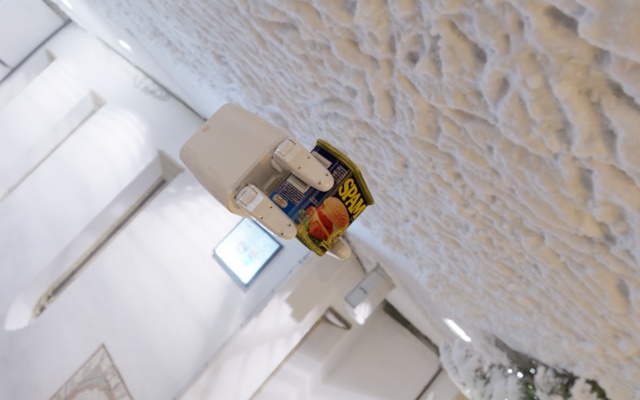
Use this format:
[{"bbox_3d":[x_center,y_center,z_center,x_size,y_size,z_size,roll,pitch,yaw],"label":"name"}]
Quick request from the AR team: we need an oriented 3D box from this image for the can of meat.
[{"bbox_3d":[0.000,0.002,0.482,0.057,0.084,0.102,38,-9,30],"label":"can of meat"}]
